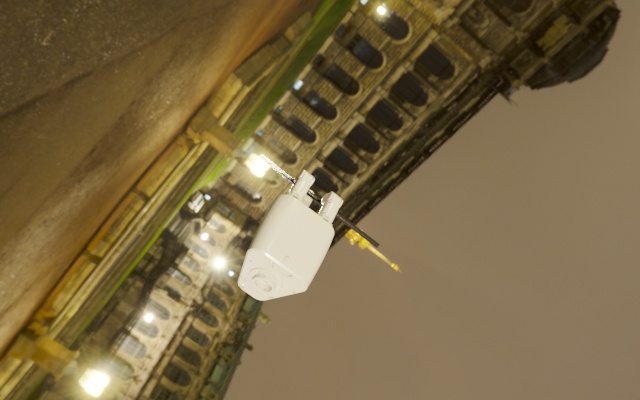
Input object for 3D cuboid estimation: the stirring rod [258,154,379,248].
[{"bbox_3d":[0.000,0.002,0.758,0.239,0.011,0.011,37,-8,-11],"label":"stirring rod"}]
